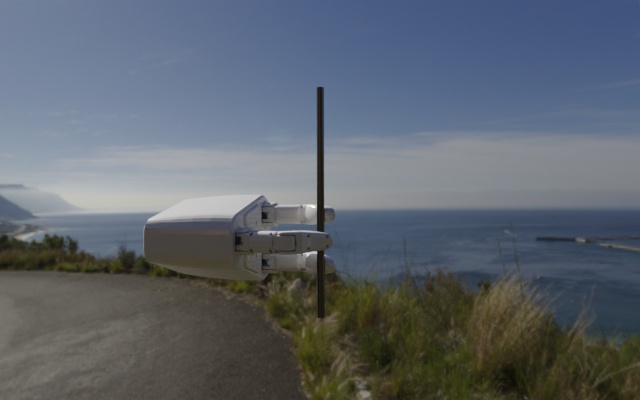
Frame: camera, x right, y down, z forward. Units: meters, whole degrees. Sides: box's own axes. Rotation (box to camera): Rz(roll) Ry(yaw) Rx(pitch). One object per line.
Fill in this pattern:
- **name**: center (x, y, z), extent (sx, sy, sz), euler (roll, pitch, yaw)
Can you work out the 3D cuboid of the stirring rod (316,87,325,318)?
- **stirring rod**: center (0.000, 0.002, 0.500), extent (0.011, 0.239, 0.011), euler (0, -1, 0)
